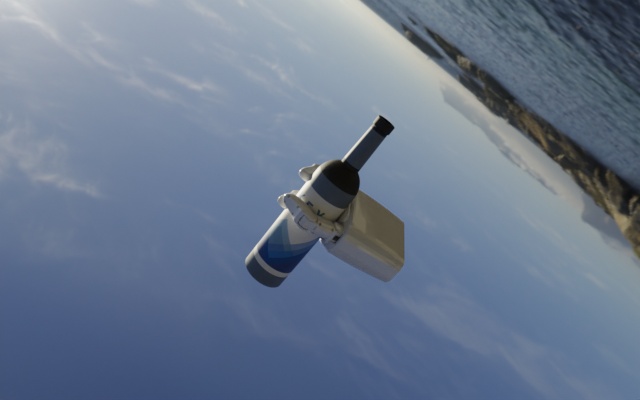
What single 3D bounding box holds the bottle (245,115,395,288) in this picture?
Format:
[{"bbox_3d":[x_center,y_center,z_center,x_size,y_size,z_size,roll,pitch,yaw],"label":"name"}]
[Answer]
[{"bbox_3d":[0.000,0.002,0.680,0.069,0.296,0.069,34,21,-15],"label":"bottle"}]
